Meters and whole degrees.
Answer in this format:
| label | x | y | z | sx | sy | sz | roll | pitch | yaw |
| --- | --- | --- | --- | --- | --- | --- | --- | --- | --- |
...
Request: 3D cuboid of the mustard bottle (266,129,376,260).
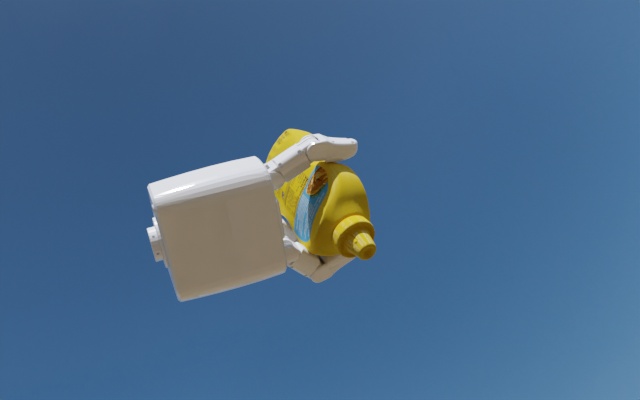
| label | x | y | z | sx | sy | sz | roll | pitch | yaw |
| --- | --- | --- | --- | --- | --- | --- | --- | --- | --- |
| mustard bottle | 0.000 | 0.001 | 0.500 | 0.058 | 0.096 | 0.191 | 8 | 24 | -33 |
